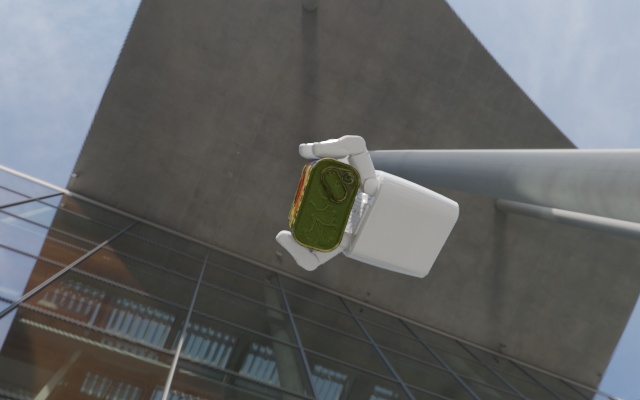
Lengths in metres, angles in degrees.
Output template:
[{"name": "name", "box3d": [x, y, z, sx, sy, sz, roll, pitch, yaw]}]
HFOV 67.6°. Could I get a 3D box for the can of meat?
[{"name": "can of meat", "box3d": [0.000, 0.002, 0.564, 0.057, 0.102, 0.084, 17, 3, -11]}]
